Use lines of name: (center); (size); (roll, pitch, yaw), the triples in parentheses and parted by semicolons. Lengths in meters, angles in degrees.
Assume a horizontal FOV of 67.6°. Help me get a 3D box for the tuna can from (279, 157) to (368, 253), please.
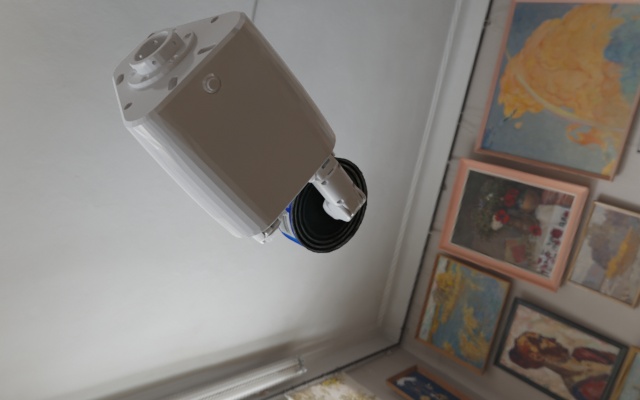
tuna can: (0.000, 0.001, 0.426); (0.086, 0.086, 0.033); (0, 14, -40)
